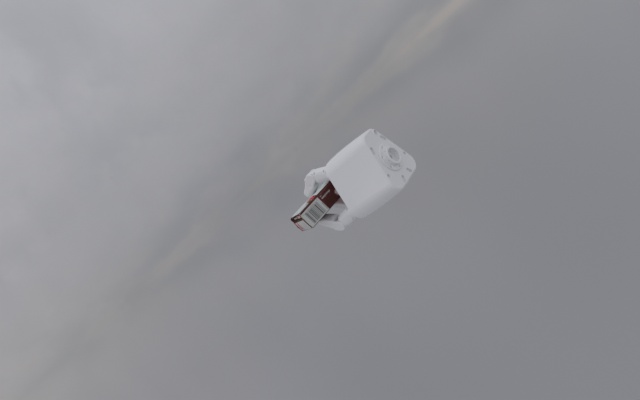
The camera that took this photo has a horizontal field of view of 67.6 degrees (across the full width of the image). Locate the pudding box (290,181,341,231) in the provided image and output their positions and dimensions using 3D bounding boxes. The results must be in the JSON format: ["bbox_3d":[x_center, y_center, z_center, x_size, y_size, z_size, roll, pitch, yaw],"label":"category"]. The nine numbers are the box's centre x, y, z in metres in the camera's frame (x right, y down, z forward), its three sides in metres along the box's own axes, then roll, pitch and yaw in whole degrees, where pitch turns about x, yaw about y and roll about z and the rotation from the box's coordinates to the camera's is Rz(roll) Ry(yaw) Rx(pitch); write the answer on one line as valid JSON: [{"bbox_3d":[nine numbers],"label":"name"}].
[{"bbox_3d":[0.000,0.003,0.884,0.113,0.039,0.090,-46,4,-15],"label":"pudding box"}]
